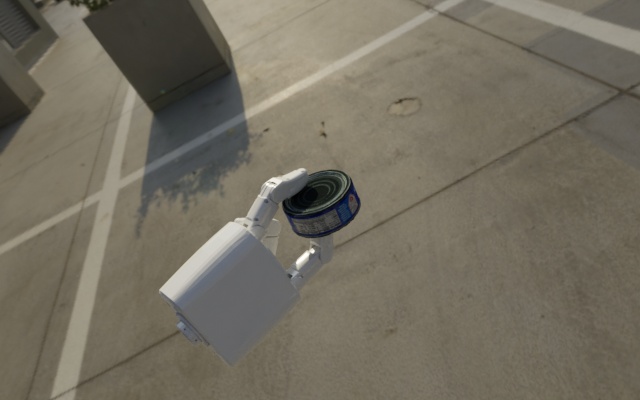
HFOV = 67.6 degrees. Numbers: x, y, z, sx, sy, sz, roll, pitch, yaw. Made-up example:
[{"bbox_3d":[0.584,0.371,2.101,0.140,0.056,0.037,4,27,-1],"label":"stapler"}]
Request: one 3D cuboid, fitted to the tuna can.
[{"bbox_3d":[0.000,0.001,0.541,0.086,0.034,0.086,-17,33,11],"label":"tuna can"}]
